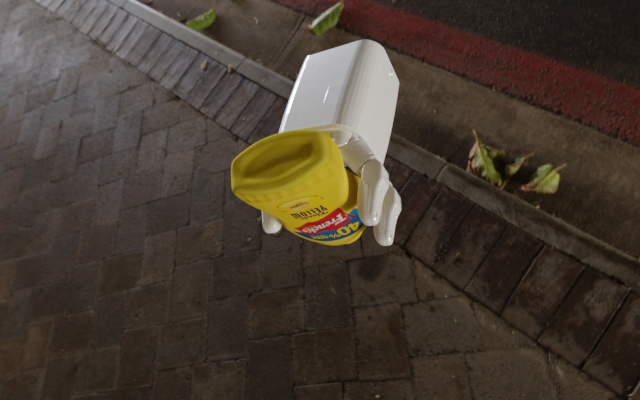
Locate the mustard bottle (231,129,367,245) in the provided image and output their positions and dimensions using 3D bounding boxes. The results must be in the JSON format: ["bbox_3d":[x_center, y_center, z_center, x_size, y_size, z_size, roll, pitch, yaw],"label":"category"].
[{"bbox_3d":[0.000,0.002,0.477,0.096,0.058,0.192,-17,-28,18],"label":"mustard bottle"}]
